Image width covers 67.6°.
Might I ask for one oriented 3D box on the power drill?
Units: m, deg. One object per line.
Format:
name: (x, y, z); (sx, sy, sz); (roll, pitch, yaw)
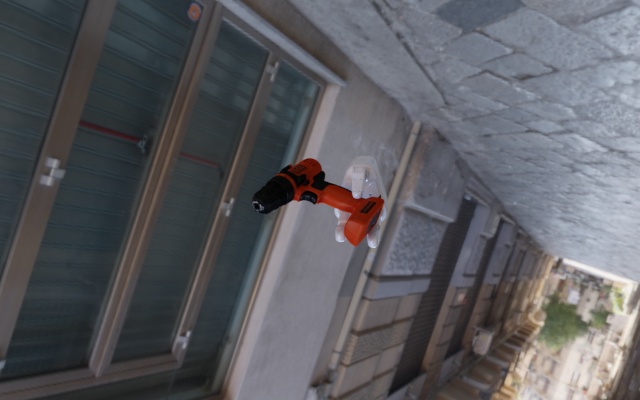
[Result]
power drill: (0.001, 0.003, 0.812); (0.187, 0.057, 0.184); (29, 38, 17)
